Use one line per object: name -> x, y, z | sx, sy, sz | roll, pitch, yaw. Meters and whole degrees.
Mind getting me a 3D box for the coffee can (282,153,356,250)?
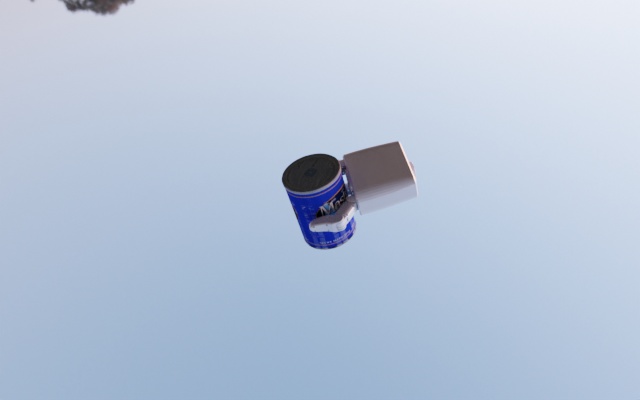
coffee can -> 0.000, 0.003, 0.846 | 0.103, 0.140, 0.102 | -11, 40, 9
